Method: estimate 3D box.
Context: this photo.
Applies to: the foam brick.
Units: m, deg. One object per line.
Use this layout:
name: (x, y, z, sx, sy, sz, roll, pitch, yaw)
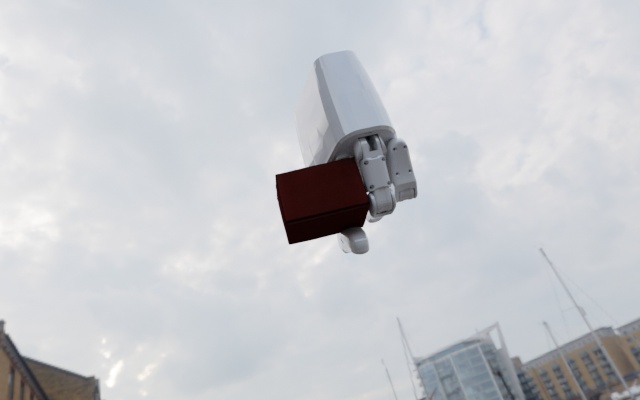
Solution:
foam brick: (0.000, 0.002, 0.445, 0.078, 0.051, 0.053, -13, -25, -9)
